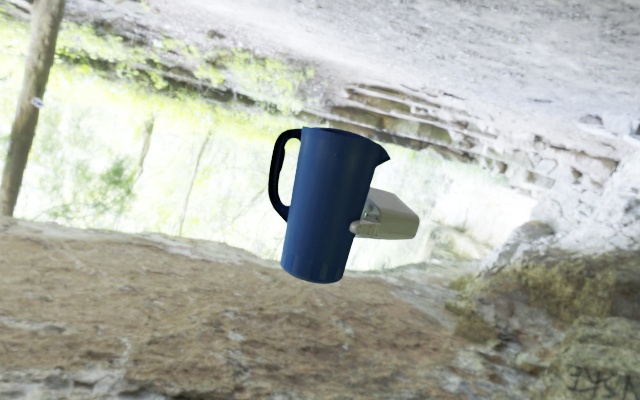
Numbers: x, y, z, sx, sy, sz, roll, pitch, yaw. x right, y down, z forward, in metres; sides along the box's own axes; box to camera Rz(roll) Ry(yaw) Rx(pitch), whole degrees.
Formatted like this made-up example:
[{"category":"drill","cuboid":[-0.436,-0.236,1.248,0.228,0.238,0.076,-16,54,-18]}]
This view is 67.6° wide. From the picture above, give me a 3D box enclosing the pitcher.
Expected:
[{"category":"pitcher","cuboid":[0.000,0.003,0.778,0.145,0.243,0.149,7,11,-38]}]
